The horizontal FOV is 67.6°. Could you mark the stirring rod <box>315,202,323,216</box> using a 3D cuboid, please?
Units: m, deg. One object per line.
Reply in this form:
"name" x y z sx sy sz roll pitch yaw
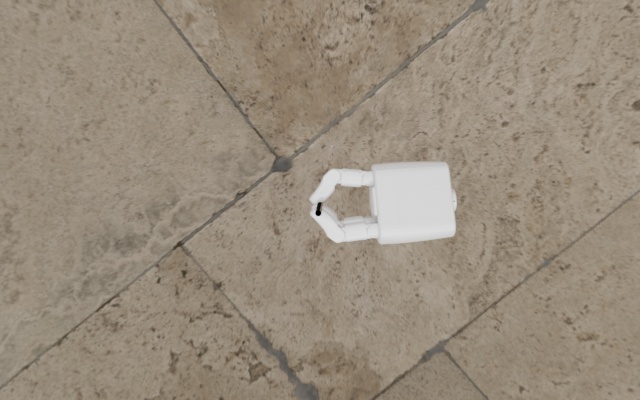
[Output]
"stirring rod" 0.000 0.002 0.714 0.011 0.011 0.239 0 6 1
